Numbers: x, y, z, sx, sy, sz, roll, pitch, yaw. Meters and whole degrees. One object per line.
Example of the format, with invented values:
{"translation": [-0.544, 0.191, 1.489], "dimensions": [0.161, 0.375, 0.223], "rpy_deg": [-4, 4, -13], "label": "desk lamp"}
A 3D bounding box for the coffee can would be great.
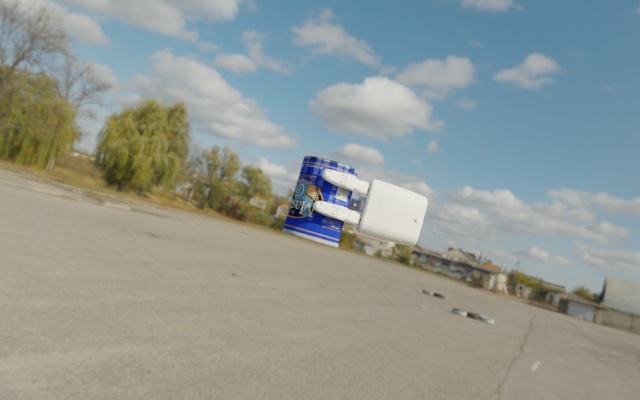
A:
{"translation": [0.000, 0.003, 0.851], "dimensions": [0.103, 0.140, 0.103], "rpy_deg": [16, -4, 1], "label": "coffee can"}
